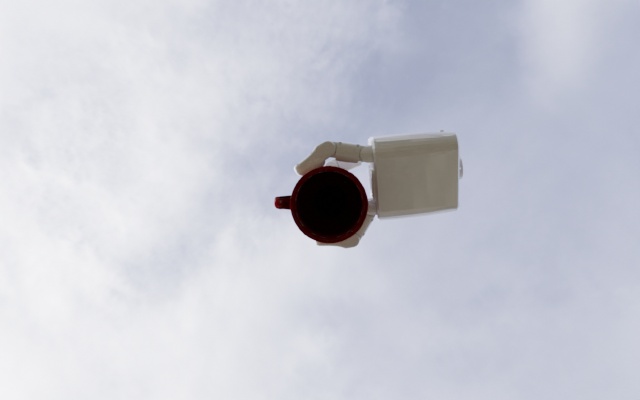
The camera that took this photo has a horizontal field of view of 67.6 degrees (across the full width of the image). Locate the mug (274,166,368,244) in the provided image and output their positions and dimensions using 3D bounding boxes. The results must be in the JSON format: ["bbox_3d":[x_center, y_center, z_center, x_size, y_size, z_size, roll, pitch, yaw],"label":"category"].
[{"bbox_3d":[-0.001,0.002,0.606,0.117,0.093,0.081,-3,6,3],"label":"mug"}]
